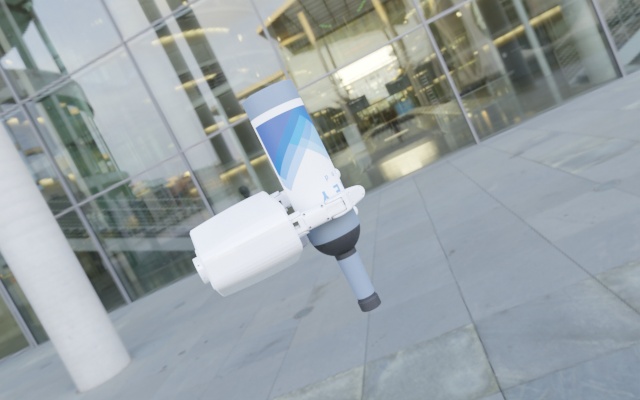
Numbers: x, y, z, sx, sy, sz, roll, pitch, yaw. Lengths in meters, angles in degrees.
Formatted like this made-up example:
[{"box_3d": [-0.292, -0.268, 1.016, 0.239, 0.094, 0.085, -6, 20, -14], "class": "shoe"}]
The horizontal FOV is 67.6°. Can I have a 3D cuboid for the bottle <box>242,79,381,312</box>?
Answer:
[{"box_3d": [0.000, 0.002, 0.586, 0.069, 0.296, 0.069, -26, 6, 3], "class": "bottle"}]
